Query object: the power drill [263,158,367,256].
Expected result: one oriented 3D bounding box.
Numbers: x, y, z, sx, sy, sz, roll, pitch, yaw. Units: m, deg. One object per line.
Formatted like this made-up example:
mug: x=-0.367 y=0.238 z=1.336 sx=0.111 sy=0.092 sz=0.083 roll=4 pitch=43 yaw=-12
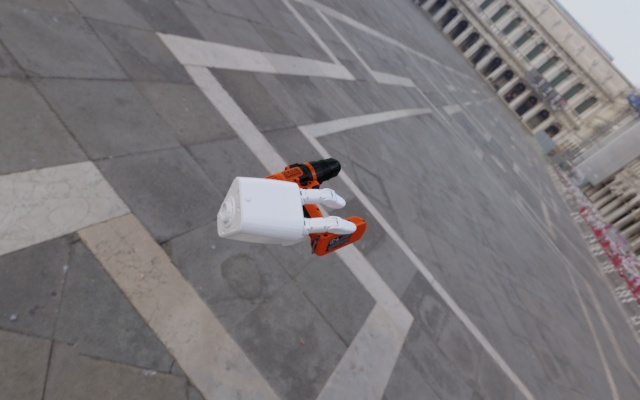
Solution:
power drill: x=0.000 y=0.003 z=0.881 sx=0.184 sy=0.057 sz=0.187 roll=-21 pitch=55 yaw=-29
